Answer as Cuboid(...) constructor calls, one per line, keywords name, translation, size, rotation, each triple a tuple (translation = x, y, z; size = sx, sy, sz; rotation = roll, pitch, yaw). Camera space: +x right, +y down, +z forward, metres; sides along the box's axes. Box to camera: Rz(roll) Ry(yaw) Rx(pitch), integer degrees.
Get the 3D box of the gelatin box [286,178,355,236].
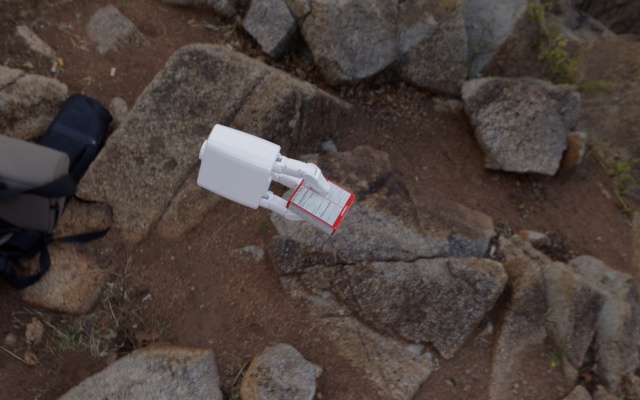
Cuboid(name="gelatin box", translation=(0.001, 0.002, 0.770), size=(0.089, 0.073, 0.030), rotation=(30, -31, 3))
